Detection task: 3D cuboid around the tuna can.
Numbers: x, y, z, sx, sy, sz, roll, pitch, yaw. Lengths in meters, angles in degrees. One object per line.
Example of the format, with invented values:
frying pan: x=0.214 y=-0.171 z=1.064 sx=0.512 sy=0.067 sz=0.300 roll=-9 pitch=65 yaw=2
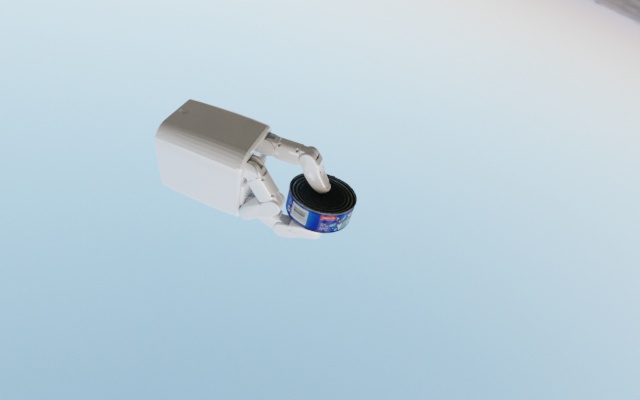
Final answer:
tuna can: x=0.000 y=0.002 z=0.598 sx=0.086 sy=0.034 sz=0.086 roll=10 pitch=35 yaw=-8
